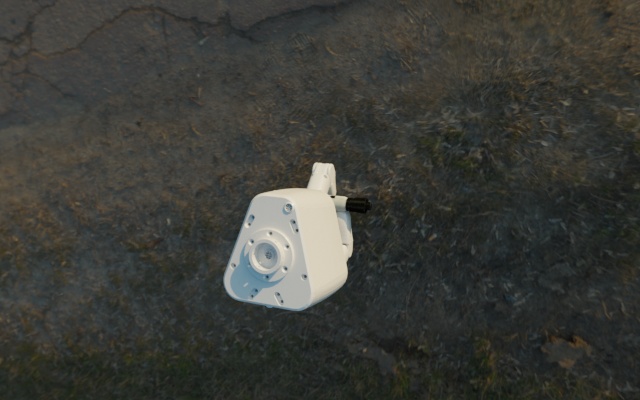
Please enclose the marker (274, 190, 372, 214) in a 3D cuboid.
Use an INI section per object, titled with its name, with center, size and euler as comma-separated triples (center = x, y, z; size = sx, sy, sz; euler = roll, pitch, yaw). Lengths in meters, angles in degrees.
[marker]
center = 0.000, 0.002, 0.560
size = 0.121, 0.020, 0.020
euler = 5, 1, 18
